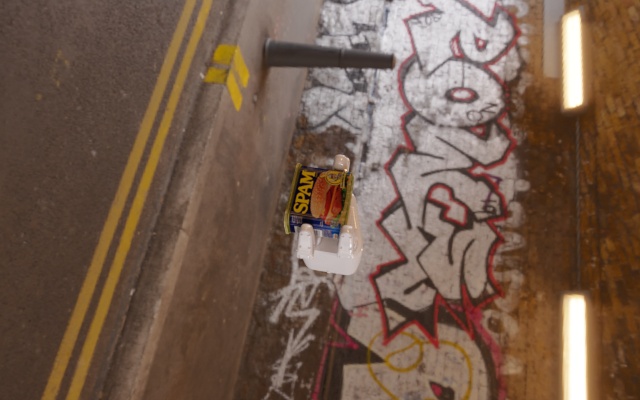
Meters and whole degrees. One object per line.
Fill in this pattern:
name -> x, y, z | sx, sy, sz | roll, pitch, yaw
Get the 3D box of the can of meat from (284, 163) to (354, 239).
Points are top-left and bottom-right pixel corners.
can of meat -> 0.000, 0.002, 0.682 | 0.084, 0.102, 0.057 | 8, -28, 6
